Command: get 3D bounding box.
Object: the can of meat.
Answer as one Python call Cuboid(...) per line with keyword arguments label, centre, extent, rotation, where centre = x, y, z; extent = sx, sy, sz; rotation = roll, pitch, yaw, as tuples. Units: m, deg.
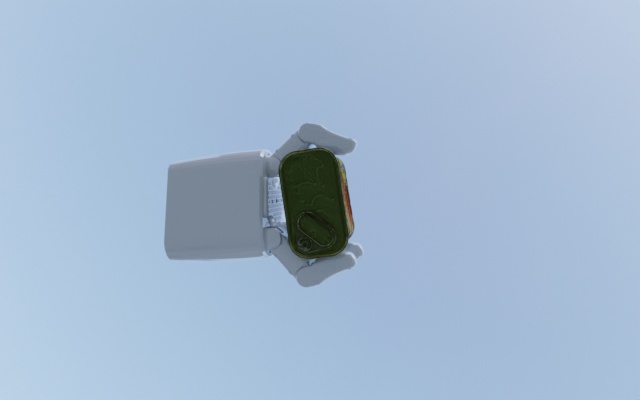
Cuboid(label="can of meat", centre=(0.000, 0.001, 0.480), extent=(0.057, 0.102, 0.084), rotation=(-8, 1, 10))
